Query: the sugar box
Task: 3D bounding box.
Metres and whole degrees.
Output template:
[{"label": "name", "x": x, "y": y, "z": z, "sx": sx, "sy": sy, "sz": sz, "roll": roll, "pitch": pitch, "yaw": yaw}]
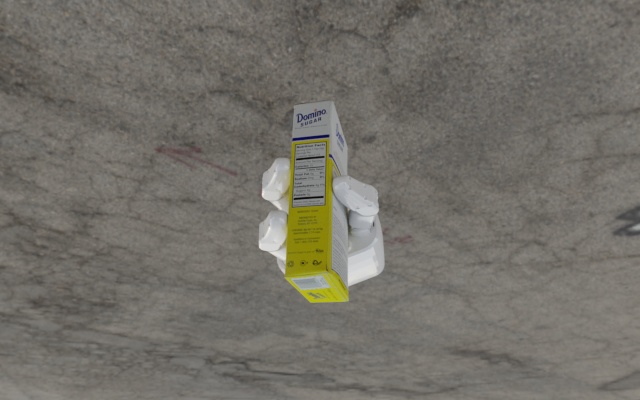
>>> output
[{"label": "sugar box", "x": 0.000, "y": 0.002, "z": 0.465, "sx": 0.048, "sy": 0.176, "sz": 0.093, "roll": -7, "pitch": -27, "yaw": 11}]
